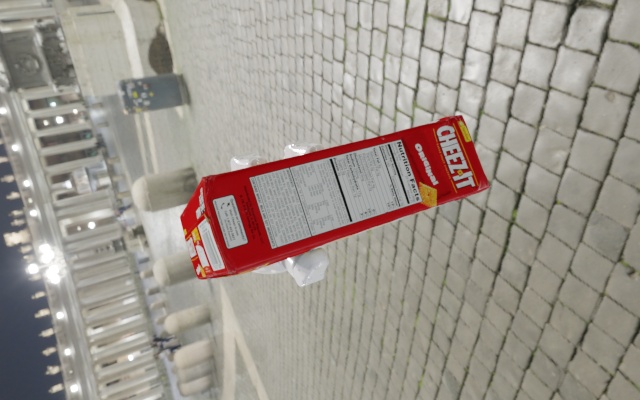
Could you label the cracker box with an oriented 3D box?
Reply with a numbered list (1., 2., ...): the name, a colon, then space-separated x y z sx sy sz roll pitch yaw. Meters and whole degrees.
1. cracker box: 0.000 0.002 0.403 0.213 0.072 0.164 -17 -4 -23
